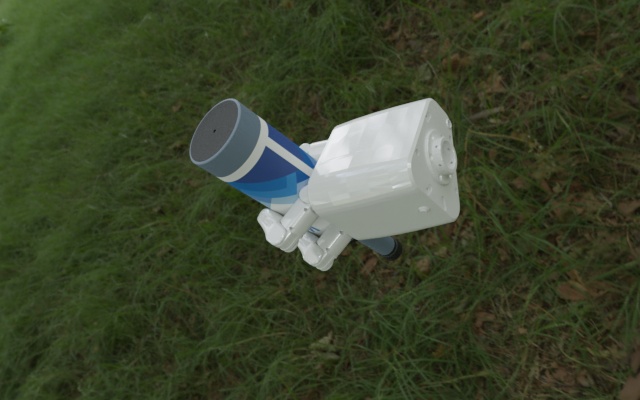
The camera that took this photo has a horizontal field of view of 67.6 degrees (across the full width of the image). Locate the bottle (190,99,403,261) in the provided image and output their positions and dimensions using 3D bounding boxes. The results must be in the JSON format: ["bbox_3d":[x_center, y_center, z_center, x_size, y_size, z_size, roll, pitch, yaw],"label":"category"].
[{"bbox_3d":[0.000,0.002,0.510,0.069,0.069,0.296,0,-25,44],"label":"bottle"}]
